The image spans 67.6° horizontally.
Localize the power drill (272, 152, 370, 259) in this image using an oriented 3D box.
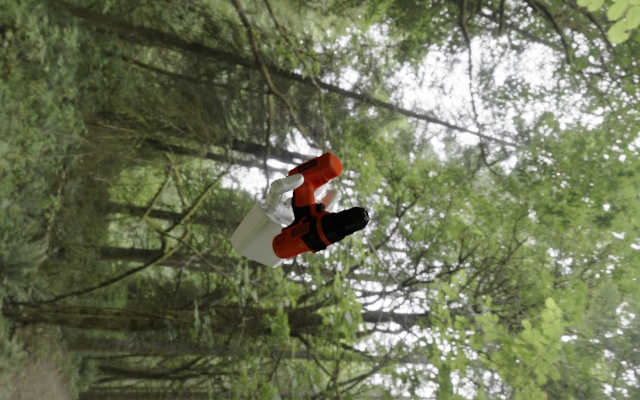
[{"bbox_3d":[0.000,0.003,0.845,0.184,0.187,0.057,-21,-48,24],"label":"power drill"}]
